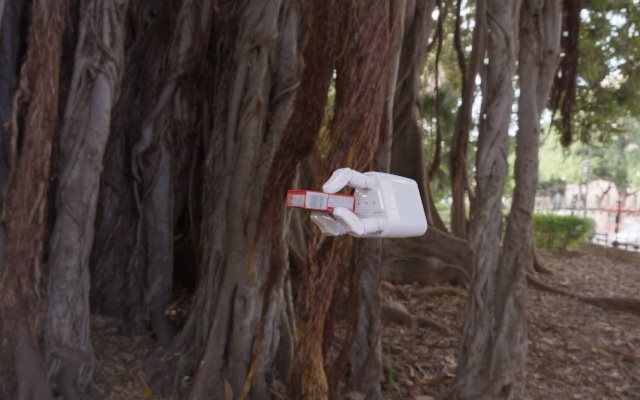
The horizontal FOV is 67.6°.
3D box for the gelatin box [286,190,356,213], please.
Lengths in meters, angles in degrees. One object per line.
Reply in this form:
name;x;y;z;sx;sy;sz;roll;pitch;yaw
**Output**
gelatin box;0.000;0.002;0.762;0.089;0.030;0.073;6;-1;-27
